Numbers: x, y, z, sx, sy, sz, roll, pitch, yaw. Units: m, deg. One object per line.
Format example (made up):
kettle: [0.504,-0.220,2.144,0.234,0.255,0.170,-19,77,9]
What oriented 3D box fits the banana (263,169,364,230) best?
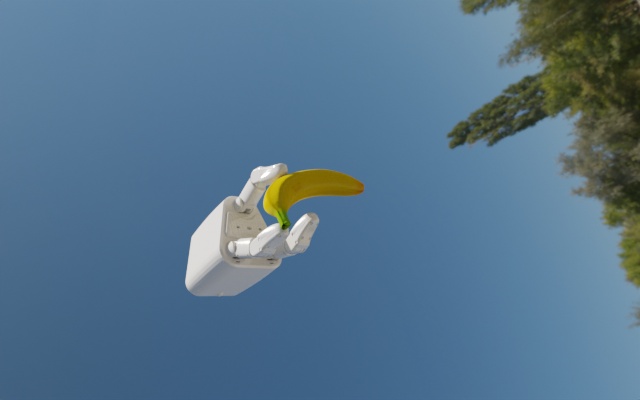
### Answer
banana: [-0.014,-0.011,0.619,0.197,0.069,0.037,-25,-20,-53]
